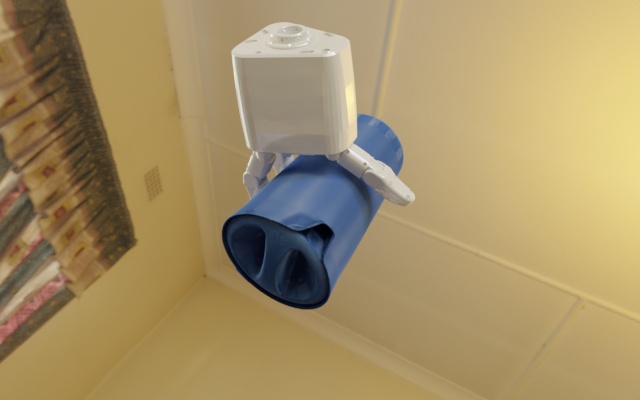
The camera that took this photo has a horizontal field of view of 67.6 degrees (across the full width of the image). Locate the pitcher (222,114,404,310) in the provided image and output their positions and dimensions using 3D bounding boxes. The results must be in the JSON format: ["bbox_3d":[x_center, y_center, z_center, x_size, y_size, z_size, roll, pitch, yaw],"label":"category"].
[{"bbox_3d":[0.000,0.002,0.573,0.149,0.145,0.242,16,44,25],"label":"pitcher"}]
